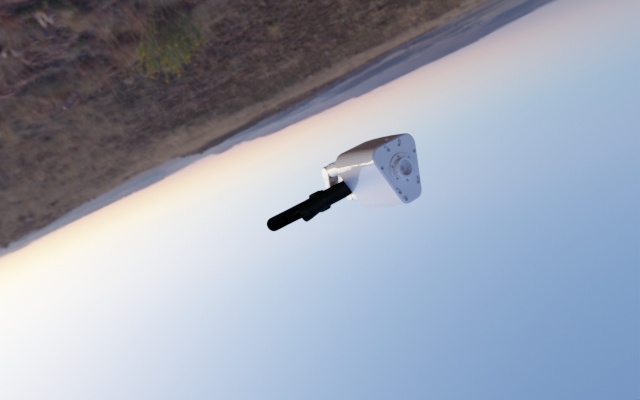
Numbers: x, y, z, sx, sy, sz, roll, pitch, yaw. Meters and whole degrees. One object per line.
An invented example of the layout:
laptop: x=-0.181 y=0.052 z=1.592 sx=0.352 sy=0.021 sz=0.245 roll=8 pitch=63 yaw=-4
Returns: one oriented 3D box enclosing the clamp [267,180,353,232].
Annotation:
clamp: x=0.000 y=0.003 z=0.802 sx=0.171 sy=0.039 sz=0.120 roll=-31 pitch=13 yaw=-27
